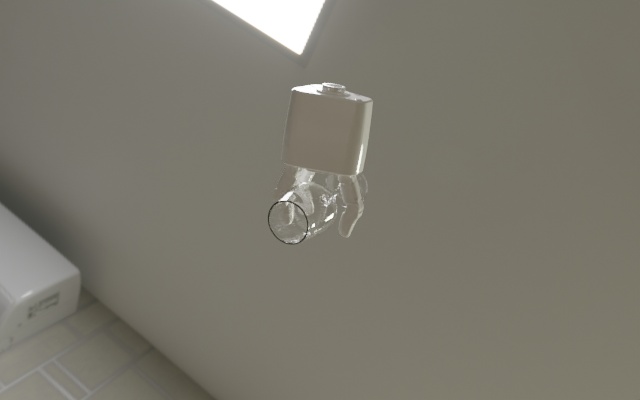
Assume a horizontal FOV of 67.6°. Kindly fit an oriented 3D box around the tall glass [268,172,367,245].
[{"bbox_3d":[0.000,0.002,0.711,0.079,0.079,0.201,0,16,27],"label":"tall glass"}]
